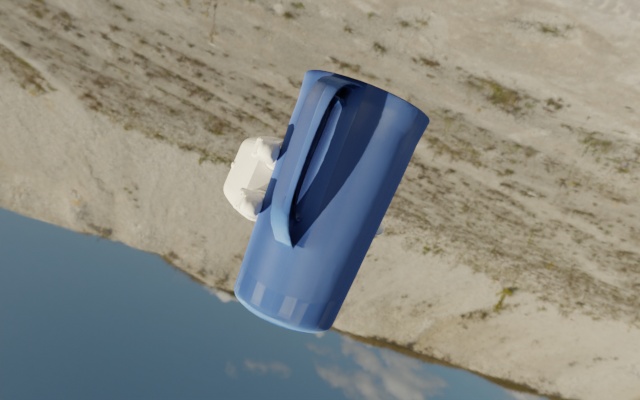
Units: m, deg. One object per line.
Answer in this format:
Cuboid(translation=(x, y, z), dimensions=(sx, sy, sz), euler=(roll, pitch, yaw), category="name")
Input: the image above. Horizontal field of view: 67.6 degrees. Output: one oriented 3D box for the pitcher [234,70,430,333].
Cuboid(translation=(0.000, 0.002, 0.475), dimensions=(0.149, 0.243, 0.145), euler=(21, 2, -25), category="pitcher")
